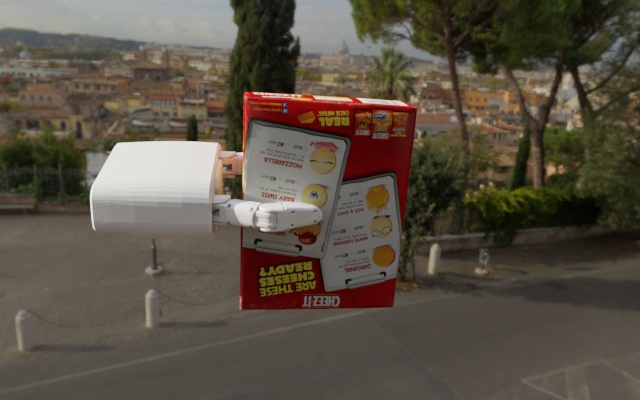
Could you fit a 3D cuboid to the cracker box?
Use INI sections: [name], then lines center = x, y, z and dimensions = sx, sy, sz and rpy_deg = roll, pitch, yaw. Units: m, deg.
[cracker box]
center = 0.000, 0.002, 0.494
dimensions = 0.164, 0.214, 0.072
rpy_deg = 1, 17, -9
